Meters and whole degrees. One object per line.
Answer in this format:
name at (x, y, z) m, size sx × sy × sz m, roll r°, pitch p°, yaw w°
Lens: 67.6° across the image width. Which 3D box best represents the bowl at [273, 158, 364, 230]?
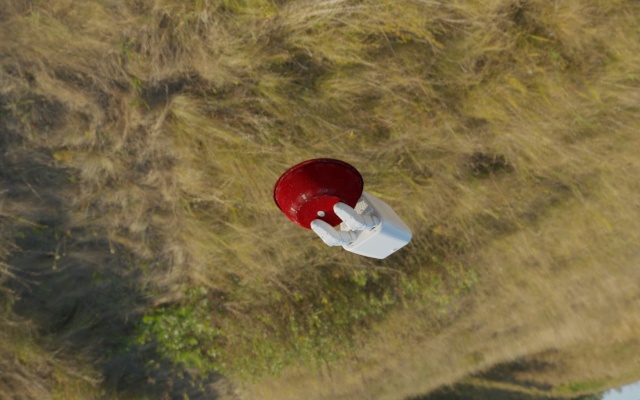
bowl at (-0.001, 0.003, 0.826) m, size 0.162 × 0.055 × 0.162 m, roll -6°, pitch -41°, yaw -5°
